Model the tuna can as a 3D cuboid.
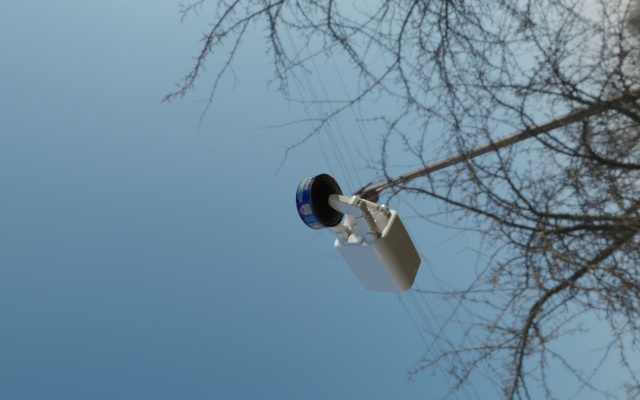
[{"bbox_3d":[0.000,0.003,0.754,0.034,0.086,0.086,-14,-9,37],"label":"tuna can"}]
